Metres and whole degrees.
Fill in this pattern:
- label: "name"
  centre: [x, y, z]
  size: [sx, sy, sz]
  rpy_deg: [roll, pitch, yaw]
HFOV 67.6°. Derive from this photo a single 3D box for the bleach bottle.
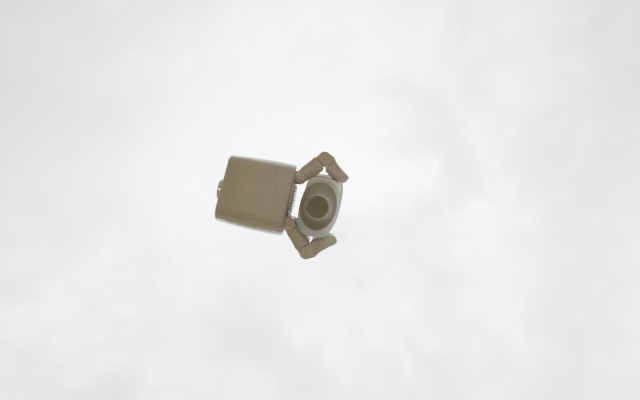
- label: "bleach bottle"
  centre: [0.000, 0.002, 0.724]
  size: [0.068, 0.102, 0.251]
  rpy_deg: [11, -1, 1]
